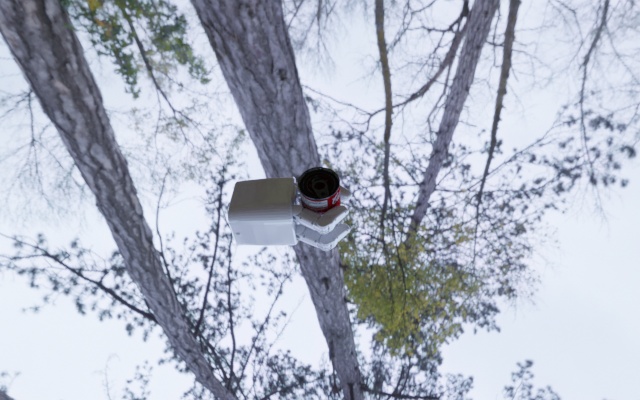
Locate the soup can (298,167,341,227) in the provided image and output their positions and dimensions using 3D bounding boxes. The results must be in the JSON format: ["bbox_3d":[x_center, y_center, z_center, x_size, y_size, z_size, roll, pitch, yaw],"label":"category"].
[{"bbox_3d":[0.001,0.003,0.800,0.068,0.068,0.102,0,-38,4],"label":"soup can"}]
